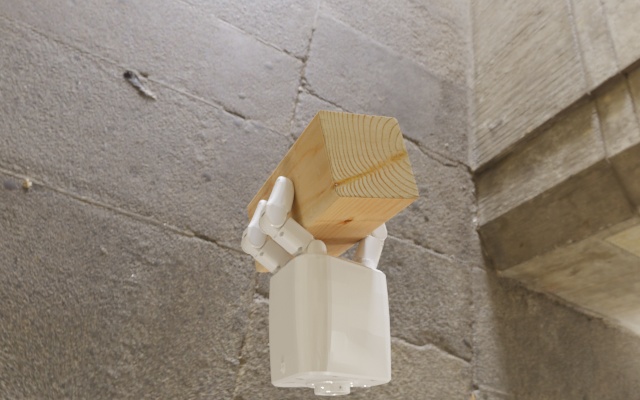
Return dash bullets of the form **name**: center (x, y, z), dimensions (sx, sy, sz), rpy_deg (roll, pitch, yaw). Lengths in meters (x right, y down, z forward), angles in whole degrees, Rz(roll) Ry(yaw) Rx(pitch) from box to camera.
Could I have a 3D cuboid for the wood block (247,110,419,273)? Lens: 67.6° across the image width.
- **wood block**: center (0.000, 0.002, 0.513), dimensions (0.091, 0.090, 0.206), rpy_deg (1, -25, -28)
